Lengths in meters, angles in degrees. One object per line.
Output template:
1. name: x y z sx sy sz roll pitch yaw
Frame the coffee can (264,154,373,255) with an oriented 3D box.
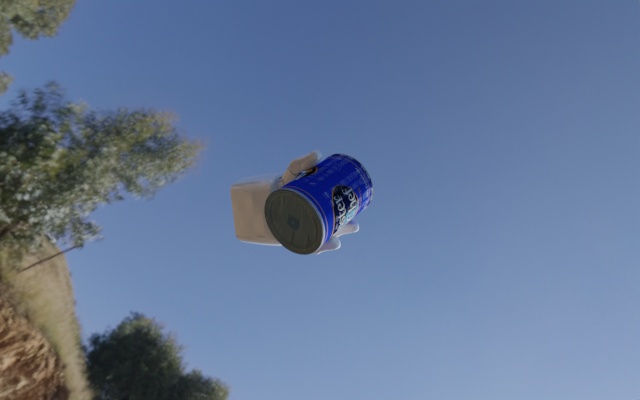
1. coffee can: 0.000 0.002 0.712 0.103 0.103 0.140 0 25 39
